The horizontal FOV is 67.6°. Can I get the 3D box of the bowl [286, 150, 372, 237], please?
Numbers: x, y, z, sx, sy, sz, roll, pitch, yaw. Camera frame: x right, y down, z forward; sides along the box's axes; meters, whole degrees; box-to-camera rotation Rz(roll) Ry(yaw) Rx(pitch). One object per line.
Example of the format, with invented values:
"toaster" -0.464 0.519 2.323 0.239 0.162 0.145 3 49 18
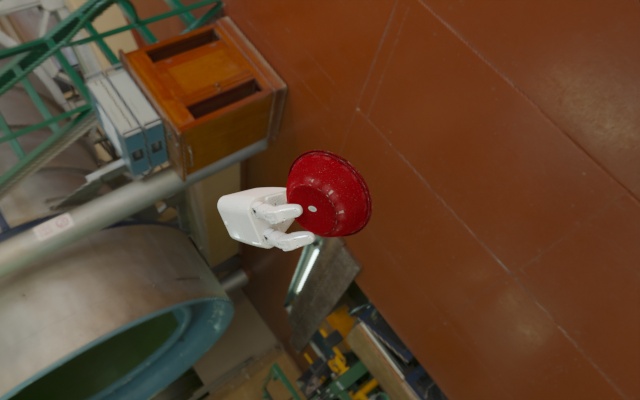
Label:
"bowl" 0.001 0.002 0.770 0.162 0.162 0.055 0 29 36
